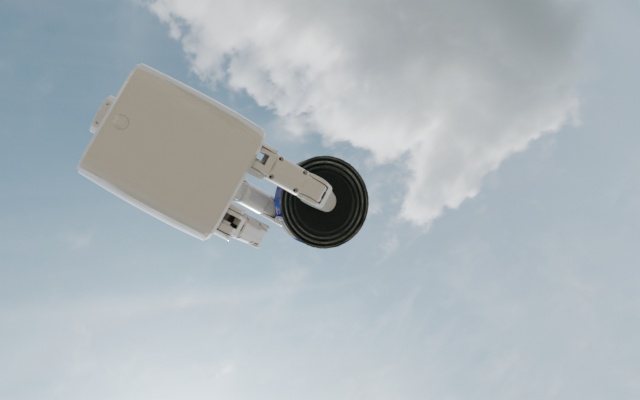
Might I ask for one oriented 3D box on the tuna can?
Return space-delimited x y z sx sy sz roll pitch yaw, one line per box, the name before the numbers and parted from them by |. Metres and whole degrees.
tuna can | 0.000 0.002 0.454 0.086 0.086 0.034 0 0 -17
